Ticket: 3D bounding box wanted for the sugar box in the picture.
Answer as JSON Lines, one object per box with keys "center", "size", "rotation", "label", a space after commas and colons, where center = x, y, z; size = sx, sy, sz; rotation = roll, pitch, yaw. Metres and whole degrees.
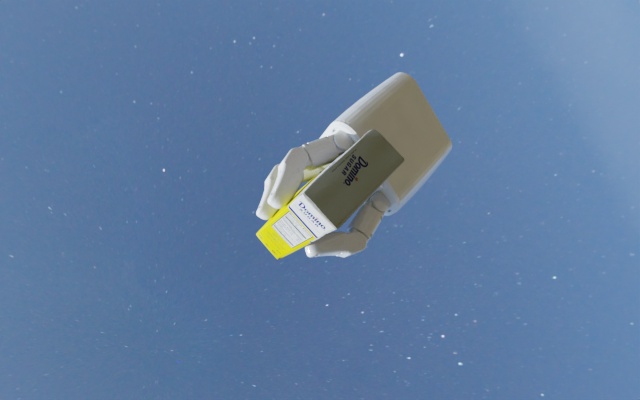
{"center": [0.000, 0.001, 0.459], "size": [0.093, 0.048, 0.176], "rotation": [-44, 0, -25], "label": "sugar box"}
